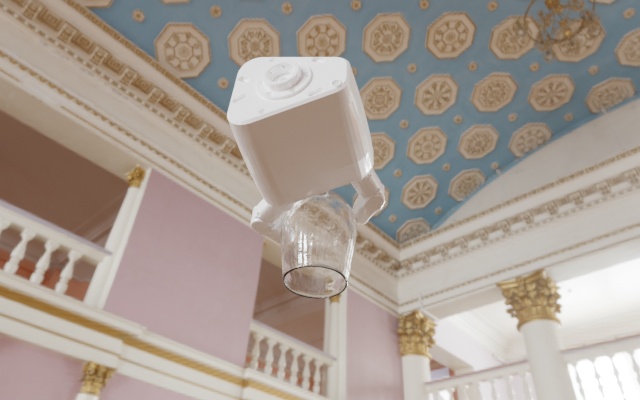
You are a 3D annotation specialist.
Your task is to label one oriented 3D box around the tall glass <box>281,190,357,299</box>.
[{"bbox_3d":[0.000,0.001,0.514,0.079,0.200,0.079,2,-39,2],"label":"tall glass"}]
